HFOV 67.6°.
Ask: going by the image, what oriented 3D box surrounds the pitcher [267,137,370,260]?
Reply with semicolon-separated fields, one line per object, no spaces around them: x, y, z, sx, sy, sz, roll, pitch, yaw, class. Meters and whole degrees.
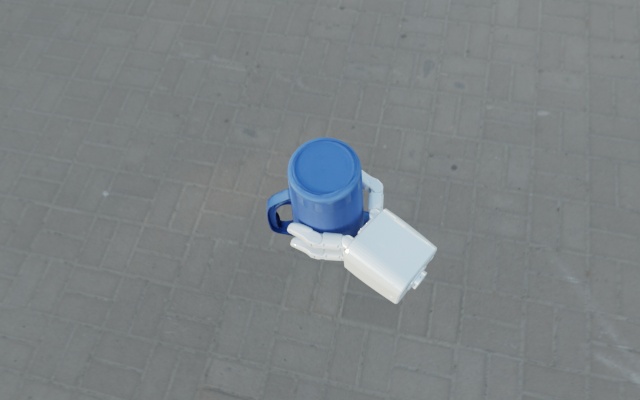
0.000;0.003;0.789;0.145;0.149;0.243;38;-17;18;pitcher
